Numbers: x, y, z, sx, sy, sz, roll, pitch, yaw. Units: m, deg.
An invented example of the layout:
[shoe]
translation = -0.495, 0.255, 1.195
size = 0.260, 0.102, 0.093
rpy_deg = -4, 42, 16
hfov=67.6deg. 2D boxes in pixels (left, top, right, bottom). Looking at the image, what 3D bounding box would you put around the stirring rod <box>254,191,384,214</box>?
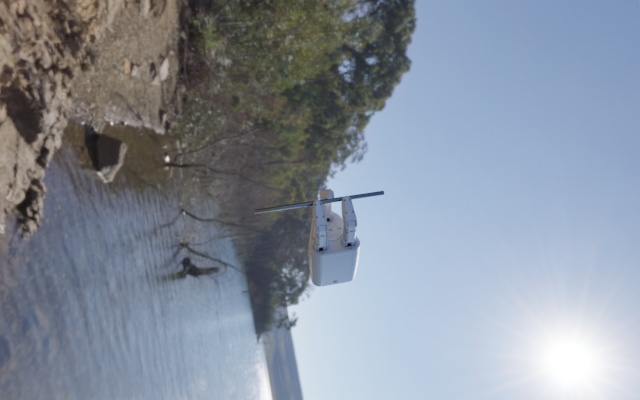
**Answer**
[stirring rod]
translation = 0.000, 0.003, 0.870
size = 0.239, 0.011, 0.011
rpy_deg = -8, 1, -9
